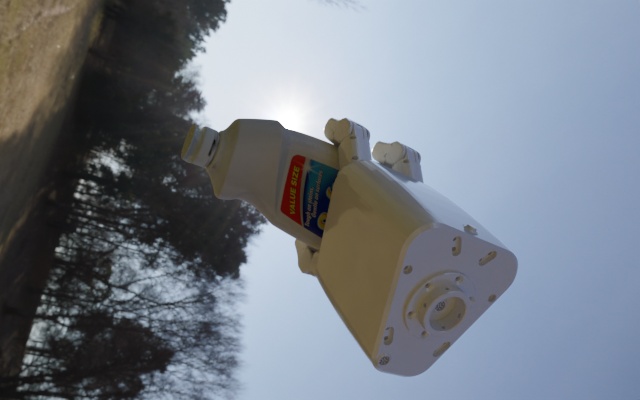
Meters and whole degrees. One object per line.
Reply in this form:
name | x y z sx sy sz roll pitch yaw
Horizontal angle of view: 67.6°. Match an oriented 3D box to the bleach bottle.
bleach bottle | 0.000 0.001 0.422 0.251 0.102 0.068 21 15 -26
